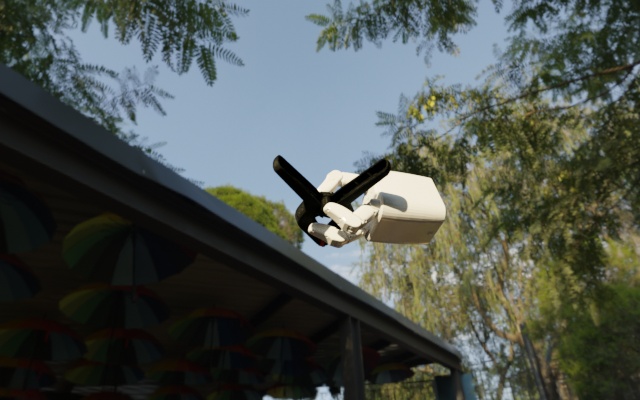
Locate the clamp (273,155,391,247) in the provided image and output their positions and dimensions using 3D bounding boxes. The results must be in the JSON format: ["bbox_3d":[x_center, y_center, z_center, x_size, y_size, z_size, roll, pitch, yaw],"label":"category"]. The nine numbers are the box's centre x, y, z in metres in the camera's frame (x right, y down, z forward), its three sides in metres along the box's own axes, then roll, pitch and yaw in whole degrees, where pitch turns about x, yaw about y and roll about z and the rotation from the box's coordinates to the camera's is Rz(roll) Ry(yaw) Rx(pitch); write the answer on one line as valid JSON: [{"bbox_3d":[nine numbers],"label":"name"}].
[{"bbox_3d":[0.000,0.002,0.731,0.164,0.036,0.210,6,-38,-9],"label":"clamp"}]
